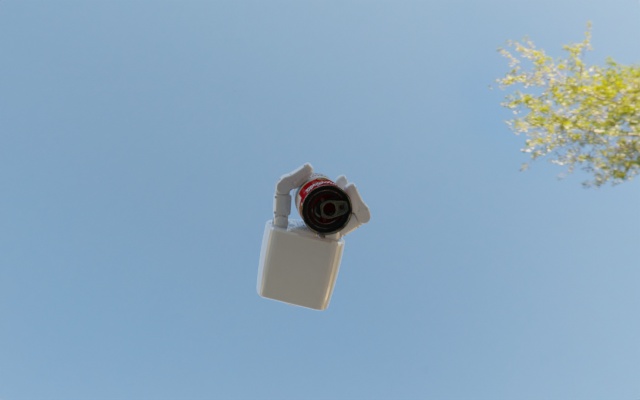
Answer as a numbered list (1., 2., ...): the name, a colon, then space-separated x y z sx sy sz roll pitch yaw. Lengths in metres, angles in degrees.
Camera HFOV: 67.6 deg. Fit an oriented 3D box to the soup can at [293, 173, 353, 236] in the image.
1. soup can: 0.000 0.002 0.667 0.068 0.068 0.102 0 13 -10
